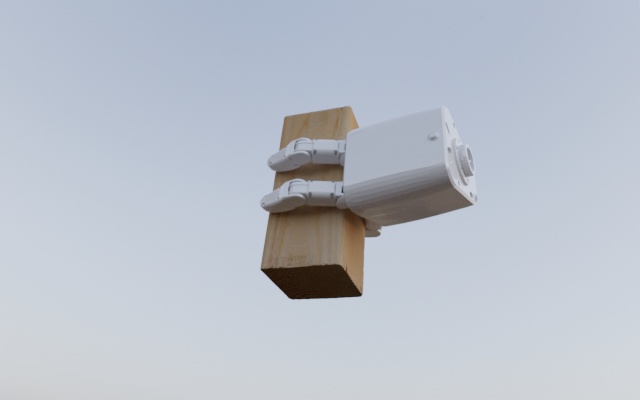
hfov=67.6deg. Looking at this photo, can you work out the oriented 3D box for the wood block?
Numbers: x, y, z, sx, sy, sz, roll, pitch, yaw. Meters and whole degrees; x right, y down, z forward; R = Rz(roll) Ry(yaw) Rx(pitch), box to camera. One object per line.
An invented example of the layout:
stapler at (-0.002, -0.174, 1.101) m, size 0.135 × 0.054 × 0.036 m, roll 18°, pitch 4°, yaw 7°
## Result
wood block at (0.001, 0.002, 0.560) m, size 0.090 × 0.206 × 0.091 m, roll -6°, pitch -34°, yaw 18°
